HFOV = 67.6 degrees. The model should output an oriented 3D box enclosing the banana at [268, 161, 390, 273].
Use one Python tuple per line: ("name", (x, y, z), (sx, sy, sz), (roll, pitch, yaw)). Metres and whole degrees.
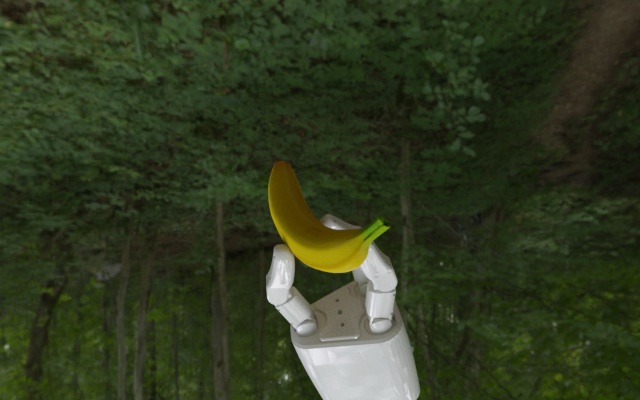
("banana", (-0.009, 0.018, 0.443), (0.037, 0.069, 0.197), (38, -3, -36))
